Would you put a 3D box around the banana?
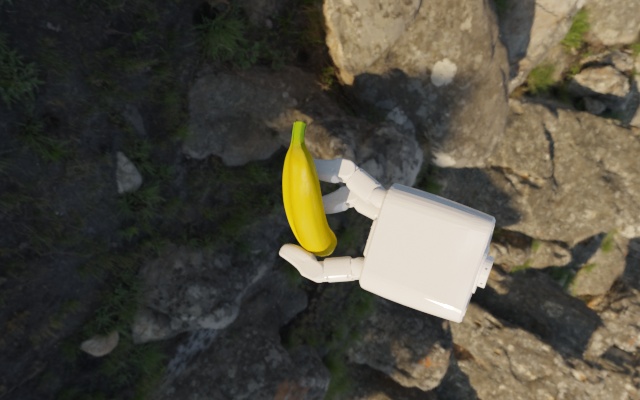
[{"bbox_3d":[-0.007,0.013,0.507,0.037,0.069,0.198,12,-38,20],"label":"banana"}]
